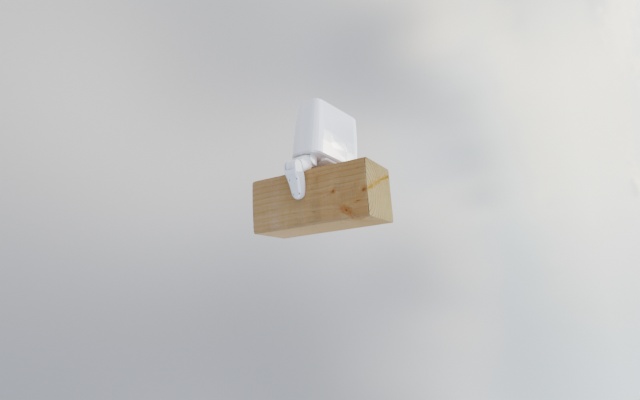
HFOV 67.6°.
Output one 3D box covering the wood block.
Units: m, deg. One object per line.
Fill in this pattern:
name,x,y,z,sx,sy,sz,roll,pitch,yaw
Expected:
wood block,0.000,0.002,0.765,0.206,0.090,0.091,-11,-15,29
